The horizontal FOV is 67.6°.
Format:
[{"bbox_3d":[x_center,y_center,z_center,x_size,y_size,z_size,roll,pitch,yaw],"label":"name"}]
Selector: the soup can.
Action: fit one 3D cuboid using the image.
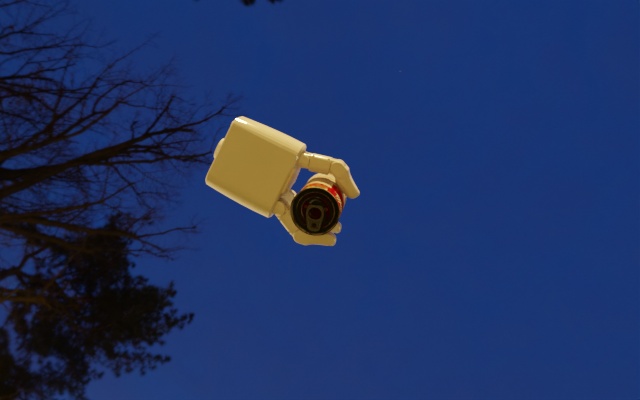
[{"bbox_3d":[0.001,0.002,0.683,0.068,0.068,0.102,0,15,9],"label":"soup can"}]
